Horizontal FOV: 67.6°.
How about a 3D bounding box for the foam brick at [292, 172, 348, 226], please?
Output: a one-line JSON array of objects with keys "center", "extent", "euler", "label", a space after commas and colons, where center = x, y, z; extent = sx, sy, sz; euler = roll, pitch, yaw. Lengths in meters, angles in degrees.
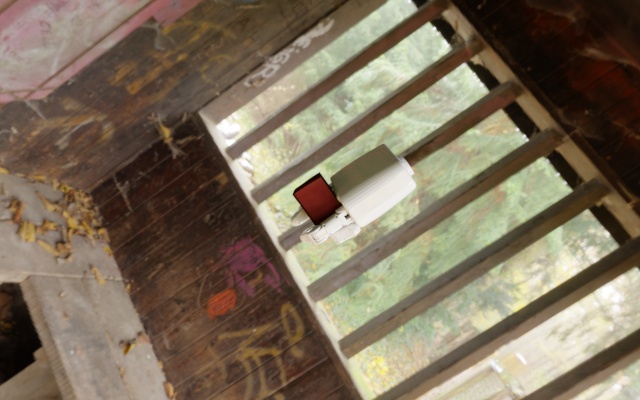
[{"center": [0.000, 0.002, 0.745], "extent": [0.051, 0.078, 0.053], "euler": [-35, 11, 7], "label": "foam brick"}]
